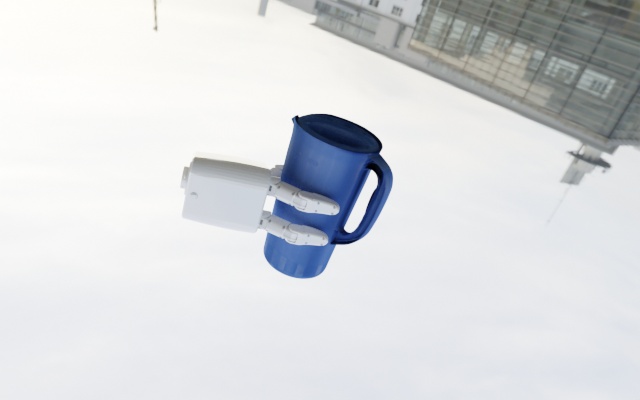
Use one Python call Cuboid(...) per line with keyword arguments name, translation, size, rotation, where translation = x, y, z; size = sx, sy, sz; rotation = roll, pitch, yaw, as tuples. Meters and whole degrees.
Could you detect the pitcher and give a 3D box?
Cuboid(name="pitcher", translation=(0.000, 0.002, 0.724), size=(0.145, 0.243, 0.149), rotation=(12, 28, -14))
